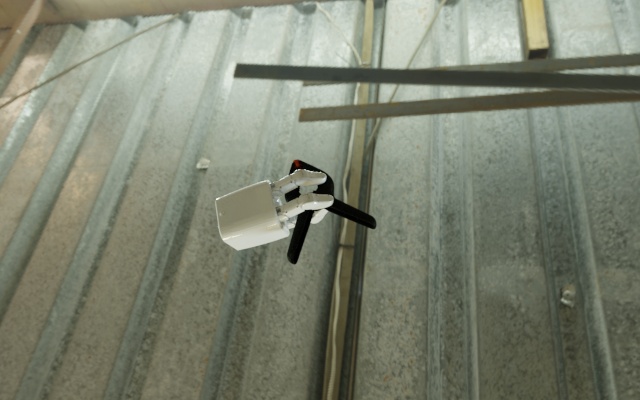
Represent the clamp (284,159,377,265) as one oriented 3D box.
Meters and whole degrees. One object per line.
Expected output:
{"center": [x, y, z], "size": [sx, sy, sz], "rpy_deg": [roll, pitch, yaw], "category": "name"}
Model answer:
{"center": [0.000, 0.003, 0.870], "size": [0.164, 0.209, 0.036], "rpy_deg": [-18, -36, 1], "category": "clamp"}
